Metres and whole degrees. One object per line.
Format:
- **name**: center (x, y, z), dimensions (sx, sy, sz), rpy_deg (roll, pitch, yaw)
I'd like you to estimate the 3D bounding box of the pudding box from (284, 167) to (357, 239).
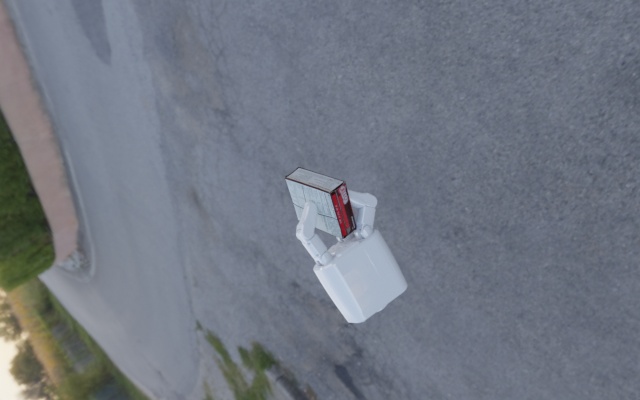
- **pudding box**: center (0.000, 0.003, 0.756), dimensions (0.113, 0.090, 0.039), rpy_deg (19, 45, 43)
